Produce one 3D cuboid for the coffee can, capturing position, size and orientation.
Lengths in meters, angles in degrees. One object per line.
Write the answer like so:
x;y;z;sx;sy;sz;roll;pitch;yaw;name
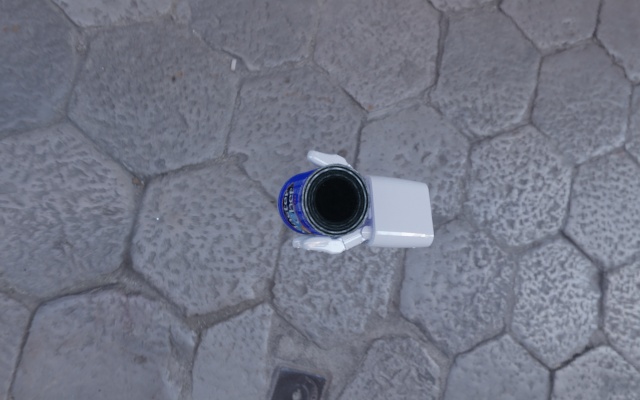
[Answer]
0.000;0.002;0.722;0.103;0.103;0.140;0;-2;-19;coffee can
